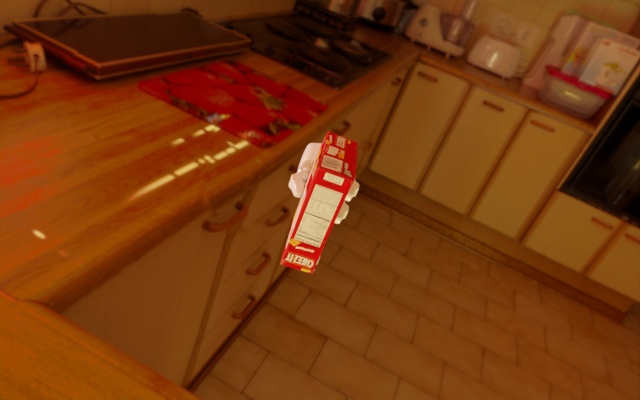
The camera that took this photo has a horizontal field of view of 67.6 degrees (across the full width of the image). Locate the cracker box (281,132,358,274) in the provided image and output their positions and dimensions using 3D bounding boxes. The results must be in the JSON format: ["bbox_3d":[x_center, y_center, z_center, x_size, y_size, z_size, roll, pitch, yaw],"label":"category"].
[{"bbox_3d":[0.000,0.003,0.888,0.072,0.214,0.164,20,30,-4],"label":"cracker box"}]
